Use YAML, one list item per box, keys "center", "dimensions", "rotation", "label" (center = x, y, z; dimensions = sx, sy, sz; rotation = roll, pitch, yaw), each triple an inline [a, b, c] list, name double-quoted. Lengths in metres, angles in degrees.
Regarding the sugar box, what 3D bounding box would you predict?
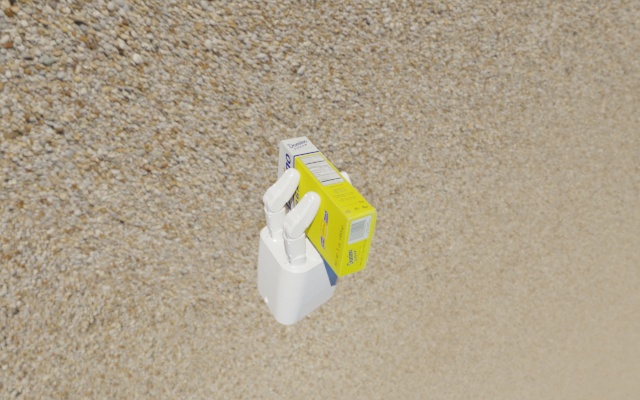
- center: [0.000, 0.002, 0.600]
  dimensions: [0.048, 0.093, 0.176]
  rotation: [-15, 41, -28]
  label: "sugar box"
